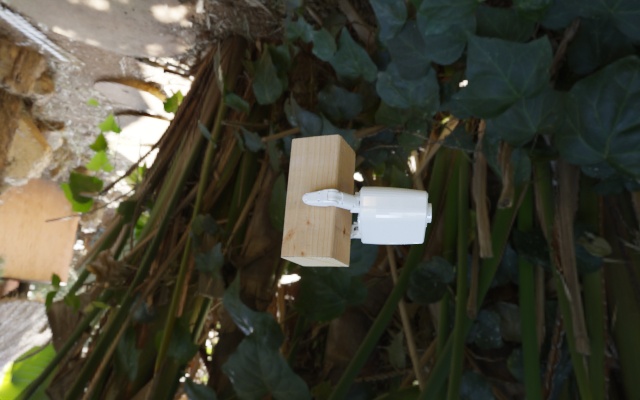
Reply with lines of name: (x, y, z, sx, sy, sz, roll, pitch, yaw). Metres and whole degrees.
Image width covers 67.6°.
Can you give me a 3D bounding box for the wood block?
wood block: (0.000, 0.003, 0.815, 0.090, 0.206, 0.091, -2, -17, 22)
